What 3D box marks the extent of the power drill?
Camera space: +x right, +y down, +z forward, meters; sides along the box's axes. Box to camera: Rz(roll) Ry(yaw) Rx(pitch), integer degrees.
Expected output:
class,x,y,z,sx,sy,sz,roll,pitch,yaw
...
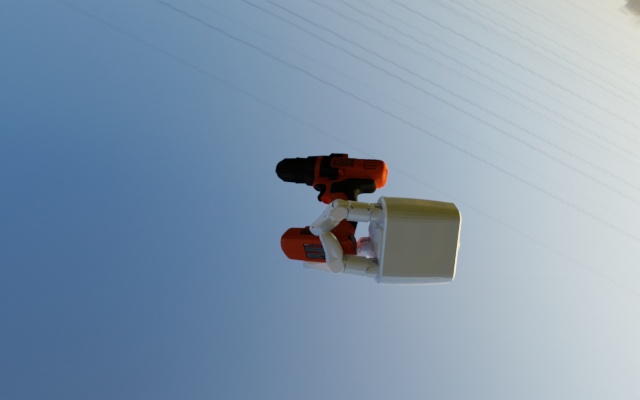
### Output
class,x,y,z,sx,sy,sz,roll,pitch,yaw
power drill,0.000,0.003,0.722,0.184,0.187,0.057,2,-41,17
